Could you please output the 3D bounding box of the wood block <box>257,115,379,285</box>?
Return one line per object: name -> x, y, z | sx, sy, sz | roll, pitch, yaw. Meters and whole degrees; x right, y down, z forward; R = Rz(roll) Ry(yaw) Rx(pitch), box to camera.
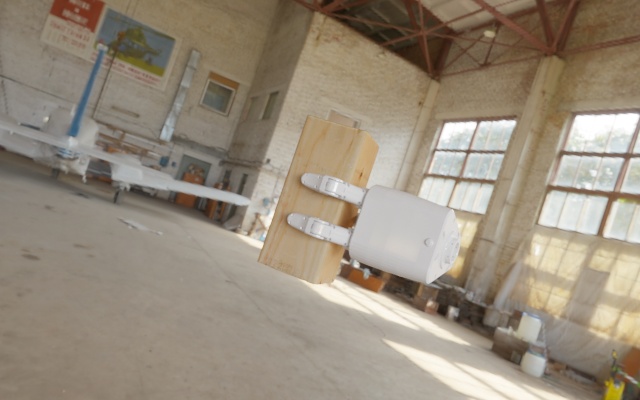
wood block -> 0.001, 0.002, 0.659 | 0.090, 0.206, 0.091 | 19, -2, 19
